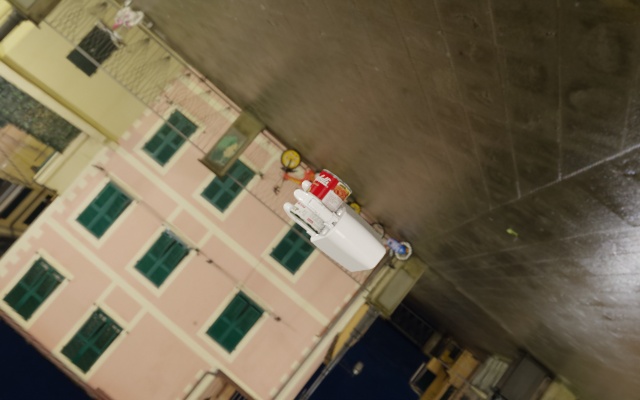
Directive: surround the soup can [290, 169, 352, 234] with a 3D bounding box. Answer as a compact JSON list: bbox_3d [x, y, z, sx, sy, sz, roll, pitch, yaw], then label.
[{"bbox_3d":[0.000,0.003,0.880,0.068,0.102,0.068,39,-6,5],"label":"soup can"}]
